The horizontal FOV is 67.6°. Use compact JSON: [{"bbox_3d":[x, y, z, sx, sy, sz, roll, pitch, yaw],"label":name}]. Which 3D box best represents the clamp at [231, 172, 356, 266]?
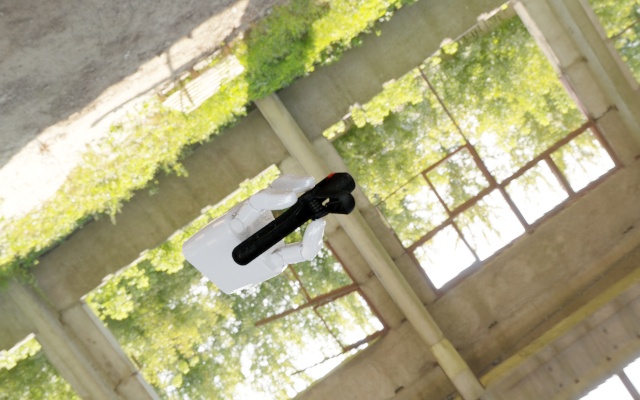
[{"bbox_3d":[0.001,0.003,0.594,0.164,0.036,0.210,-25,9,32],"label":"clamp"}]
